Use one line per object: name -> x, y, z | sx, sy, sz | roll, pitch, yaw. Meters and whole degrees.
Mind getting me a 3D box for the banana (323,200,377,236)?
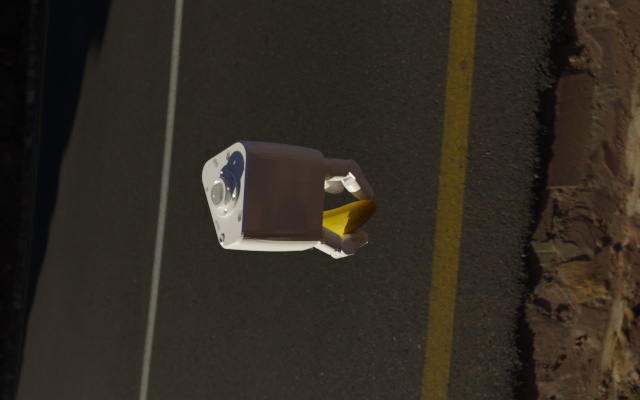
banana -> -0.005, 0.020, 0.645 | 0.037, 0.069, 0.198 | 7, 4, -40
